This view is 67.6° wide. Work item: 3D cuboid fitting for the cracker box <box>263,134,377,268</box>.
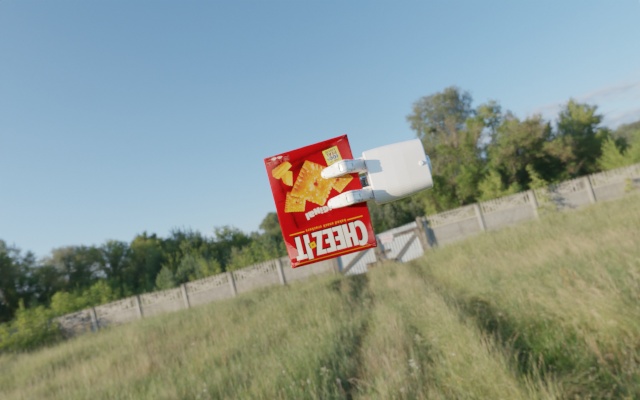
[{"bbox_3d":[0.000,0.003,0.889,0.164,0.213,0.072,-15,-5,4],"label":"cracker box"}]
